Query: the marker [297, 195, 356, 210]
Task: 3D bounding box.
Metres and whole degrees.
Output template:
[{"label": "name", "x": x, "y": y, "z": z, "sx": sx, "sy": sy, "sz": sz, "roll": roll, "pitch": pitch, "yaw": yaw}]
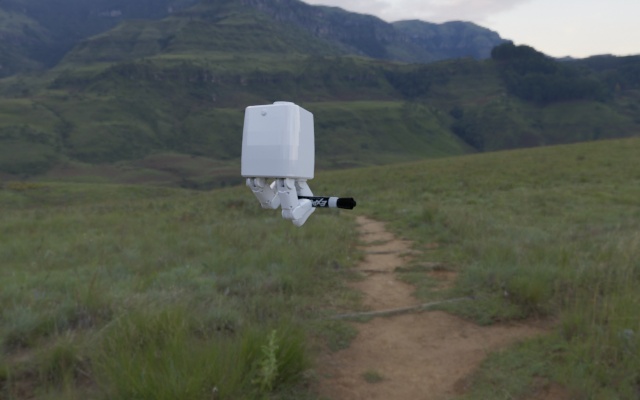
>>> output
[{"label": "marker", "x": 0.000, "y": 0.003, "z": 0.750, "sx": 0.121, "sy": 0.020, "sz": 0.020, "roll": 3, "pitch": 1, "yaw": 30}]
